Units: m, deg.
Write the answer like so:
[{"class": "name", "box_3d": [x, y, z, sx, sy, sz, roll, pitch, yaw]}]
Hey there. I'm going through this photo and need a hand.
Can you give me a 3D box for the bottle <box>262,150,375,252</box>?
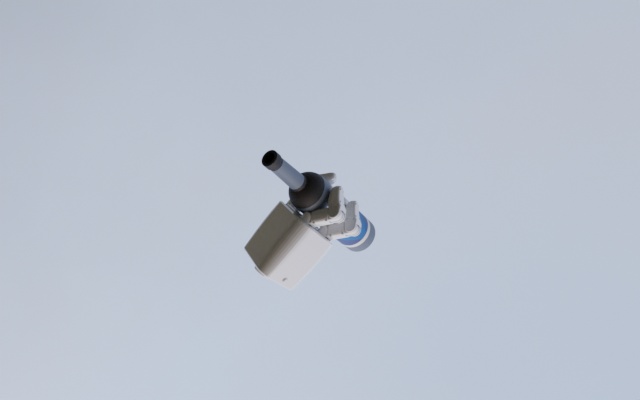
[{"class": "bottle", "box_3d": [0.000, 0.003, 0.791, 0.069, 0.069, 0.296, 0, -26, 34]}]
